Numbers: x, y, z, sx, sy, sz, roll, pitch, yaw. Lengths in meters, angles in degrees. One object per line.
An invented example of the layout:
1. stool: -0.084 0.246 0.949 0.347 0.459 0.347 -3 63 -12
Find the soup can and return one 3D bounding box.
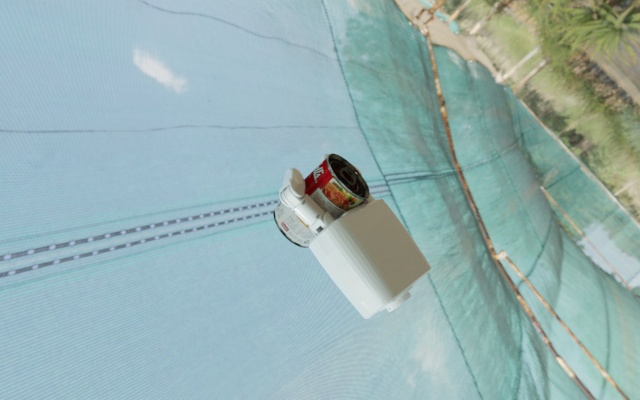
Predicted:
1. soup can: 0.000 0.002 0.576 0.102 0.068 0.068 -43 -21 25
